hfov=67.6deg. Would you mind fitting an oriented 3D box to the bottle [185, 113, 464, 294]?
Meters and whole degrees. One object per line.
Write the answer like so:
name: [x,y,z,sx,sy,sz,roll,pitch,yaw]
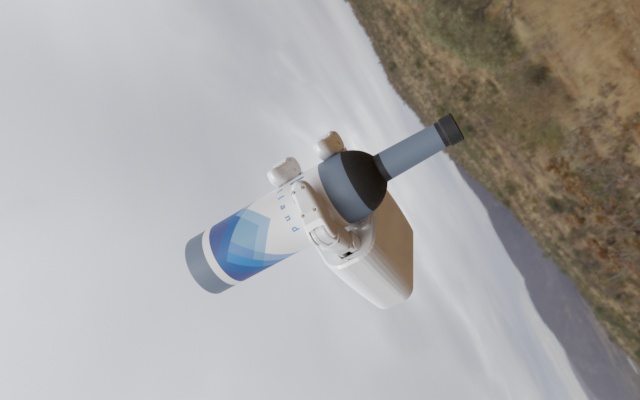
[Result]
bottle: [0.000,0.002,0.471,0.296,0.069,0.069,-29,-9,17]
